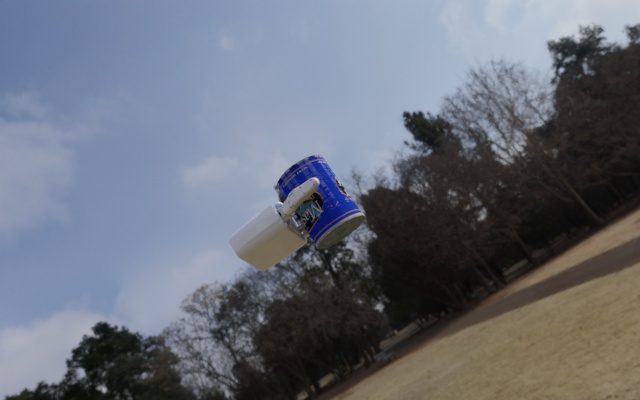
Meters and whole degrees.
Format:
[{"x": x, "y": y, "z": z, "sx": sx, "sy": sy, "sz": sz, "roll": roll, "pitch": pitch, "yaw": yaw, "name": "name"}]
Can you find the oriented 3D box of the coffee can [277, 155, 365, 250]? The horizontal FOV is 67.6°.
[{"x": 0.000, "y": 0.003, "z": 0.870, "sx": 0.103, "sy": 0.140, "sz": 0.103, "roll": -31, "pitch": -18, "yaw": -11, "name": "coffee can"}]
